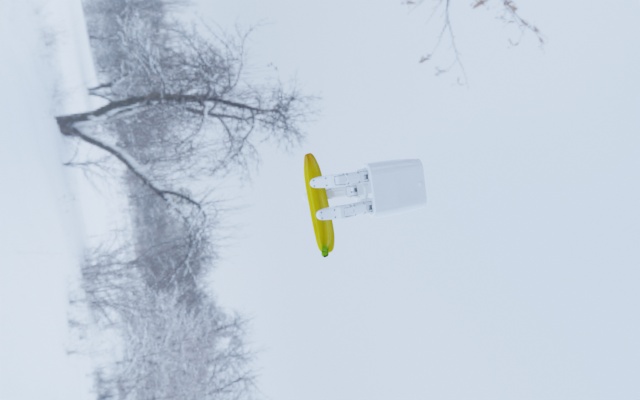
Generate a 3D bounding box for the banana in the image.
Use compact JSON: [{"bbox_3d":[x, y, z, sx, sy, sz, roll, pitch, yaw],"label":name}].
[{"bbox_3d":[-0.001,0.013,0.864,0.037,0.197,0.070,-9,-20,-8],"label":"banana"}]
